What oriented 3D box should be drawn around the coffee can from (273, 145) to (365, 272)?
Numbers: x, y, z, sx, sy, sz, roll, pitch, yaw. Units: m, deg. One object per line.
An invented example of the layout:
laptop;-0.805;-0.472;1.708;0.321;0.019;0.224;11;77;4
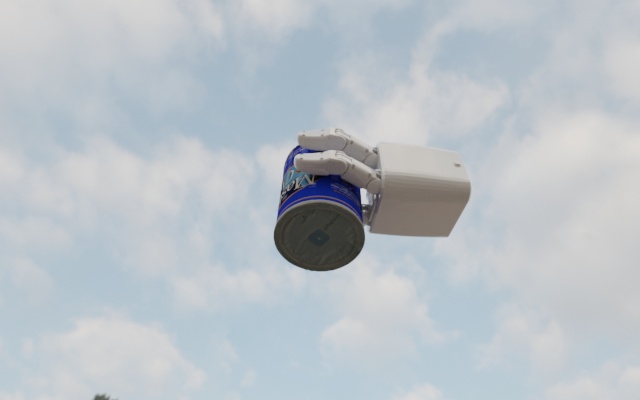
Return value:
coffee can;0.000;0.002;0.588;0.103;0.103;0.140;0;37;2
